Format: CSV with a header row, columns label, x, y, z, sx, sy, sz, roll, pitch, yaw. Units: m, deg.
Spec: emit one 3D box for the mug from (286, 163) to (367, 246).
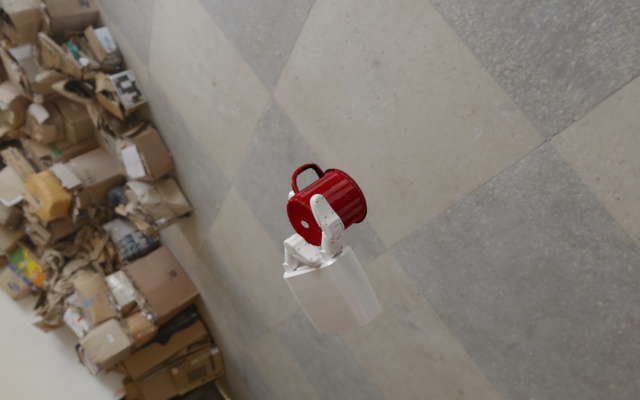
label,x,y,z,sx,sy,sz,roll,pitch,yaw
mug,-0.001,0.001,0.684,0.081,0.117,0.093,-34,9,-31
